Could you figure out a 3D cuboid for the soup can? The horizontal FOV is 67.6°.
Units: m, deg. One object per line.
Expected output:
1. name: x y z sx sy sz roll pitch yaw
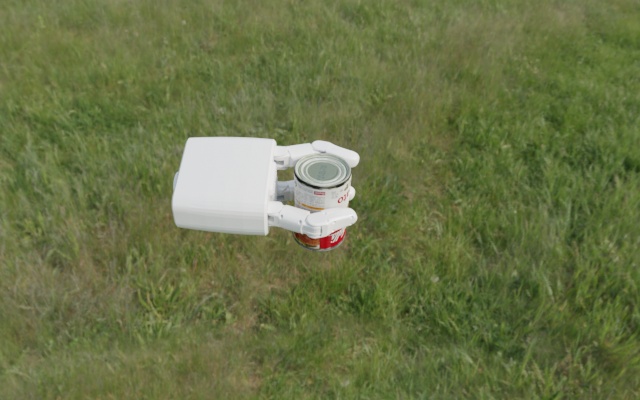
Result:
1. soup can: 0.001 0.002 0.574 0.068 0.102 0.068 2 41 -2
